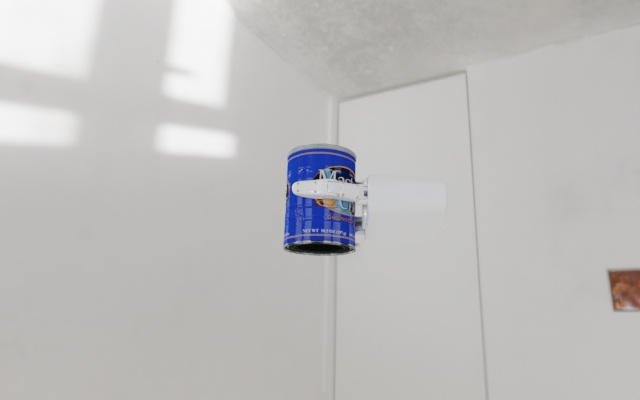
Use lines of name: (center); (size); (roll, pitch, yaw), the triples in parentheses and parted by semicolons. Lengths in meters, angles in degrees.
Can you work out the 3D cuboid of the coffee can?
coffee can: (0.000, 0.002, 0.687); (0.103, 0.140, 0.103); (1, -16, 0)
